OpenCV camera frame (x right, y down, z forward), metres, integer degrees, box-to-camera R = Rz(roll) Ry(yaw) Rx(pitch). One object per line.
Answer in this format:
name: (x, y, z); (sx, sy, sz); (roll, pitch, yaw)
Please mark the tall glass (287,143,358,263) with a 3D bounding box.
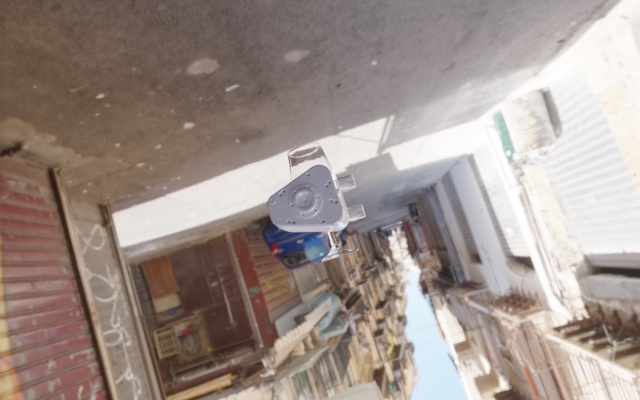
tall glass: (0.000, 0.003, 0.836); (0.079, 0.201, 0.079); (-18, -7, -2)
